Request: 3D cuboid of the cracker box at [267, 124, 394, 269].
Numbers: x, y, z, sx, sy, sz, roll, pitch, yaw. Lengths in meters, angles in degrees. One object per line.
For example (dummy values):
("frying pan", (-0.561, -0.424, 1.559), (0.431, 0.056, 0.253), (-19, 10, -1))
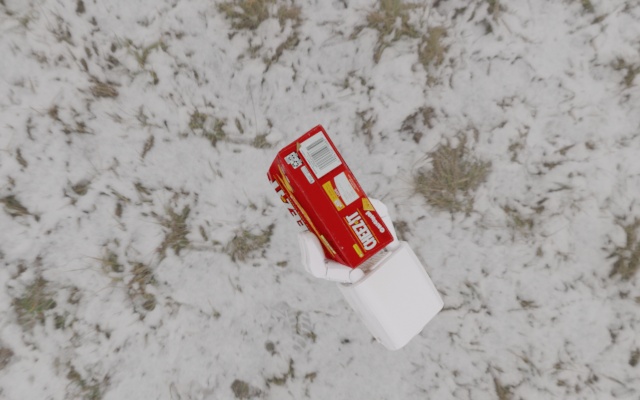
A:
("cracker box", (0.000, 0.002, 0.651), (0.072, 0.164, 0.214), (-34, 3, -10))
